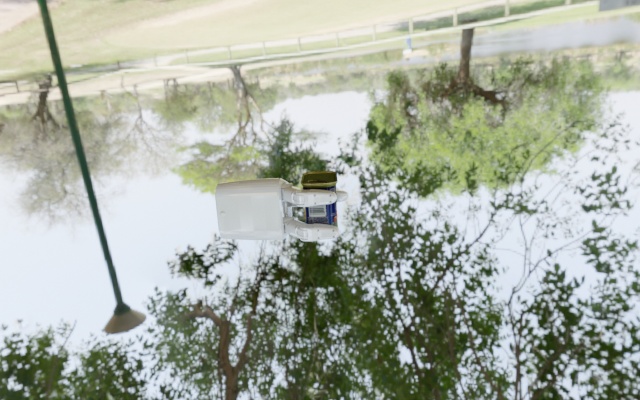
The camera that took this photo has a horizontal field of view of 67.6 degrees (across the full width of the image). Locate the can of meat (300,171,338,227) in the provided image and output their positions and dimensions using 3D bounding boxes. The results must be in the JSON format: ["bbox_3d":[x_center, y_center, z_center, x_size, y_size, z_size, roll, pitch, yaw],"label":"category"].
[{"bbox_3d":[0.000,0.003,0.772,0.057,0.084,0.102,-2,14,1],"label":"can of meat"}]
